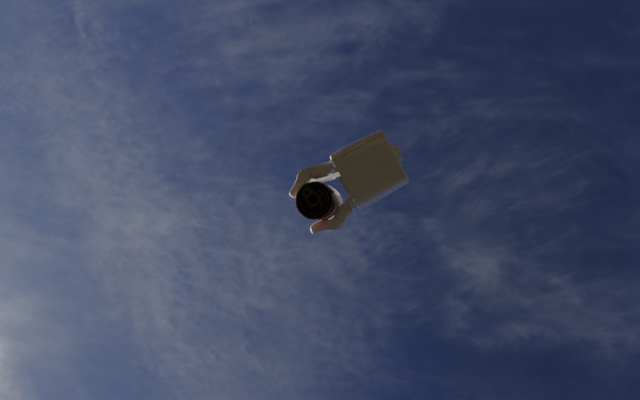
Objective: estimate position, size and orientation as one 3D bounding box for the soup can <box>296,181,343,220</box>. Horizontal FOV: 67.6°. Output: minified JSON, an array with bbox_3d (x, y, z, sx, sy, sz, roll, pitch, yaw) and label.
[{"bbox_3d":[0.000,0.003,0.890,0.068,0.068,0.102,0,-3,14],"label":"soup can"}]
